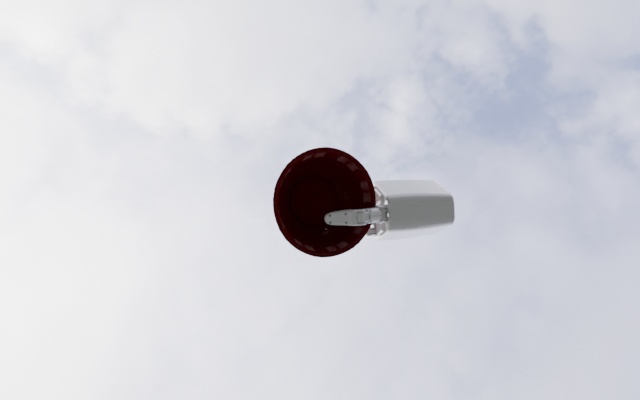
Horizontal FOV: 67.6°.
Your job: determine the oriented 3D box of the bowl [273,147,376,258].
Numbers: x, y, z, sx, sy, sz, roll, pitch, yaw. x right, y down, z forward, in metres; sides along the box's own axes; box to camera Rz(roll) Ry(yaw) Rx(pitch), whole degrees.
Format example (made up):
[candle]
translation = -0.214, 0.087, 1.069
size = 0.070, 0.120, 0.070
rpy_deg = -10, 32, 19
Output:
[bowl]
translation = -0.001, 0.002, 0.721
size = 0.162, 0.162, 0.055
rpy_deg = 0, 2, -21
